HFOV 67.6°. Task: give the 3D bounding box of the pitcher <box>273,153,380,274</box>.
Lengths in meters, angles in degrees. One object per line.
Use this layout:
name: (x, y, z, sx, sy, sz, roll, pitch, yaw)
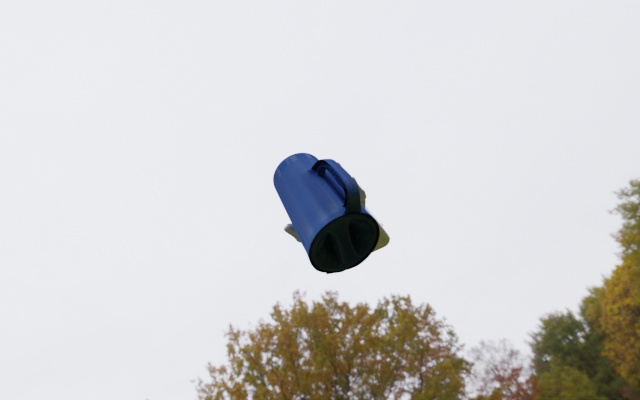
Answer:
pitcher: (0.000, 0.003, 0.887, 0.145, 0.149, 0.242, 45, 7, -43)
